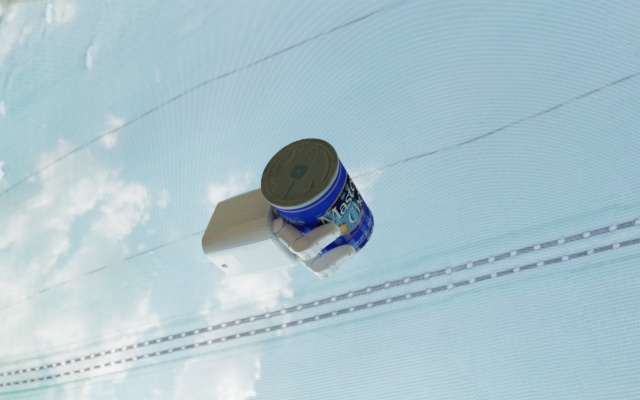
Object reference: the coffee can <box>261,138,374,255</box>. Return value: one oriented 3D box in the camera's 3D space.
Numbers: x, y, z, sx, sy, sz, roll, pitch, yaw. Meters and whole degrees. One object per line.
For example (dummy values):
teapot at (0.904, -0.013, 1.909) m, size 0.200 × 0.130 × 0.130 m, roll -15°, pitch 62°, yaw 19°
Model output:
coffee can at (0.000, 0.002, 0.624) m, size 0.103 × 0.102 × 0.140 m, roll 0°, pitch -33°, yaw 28°
